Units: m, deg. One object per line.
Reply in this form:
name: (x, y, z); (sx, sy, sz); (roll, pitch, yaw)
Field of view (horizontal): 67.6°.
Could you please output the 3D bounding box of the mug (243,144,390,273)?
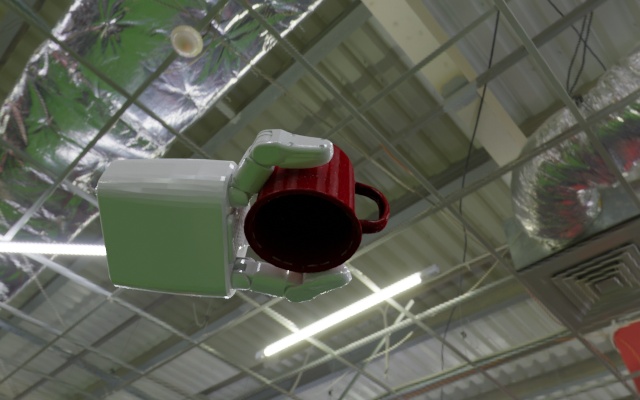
mug: (0.002, 0.001, 0.404); (0.117, 0.093, 0.081); (4, 41, 1)
